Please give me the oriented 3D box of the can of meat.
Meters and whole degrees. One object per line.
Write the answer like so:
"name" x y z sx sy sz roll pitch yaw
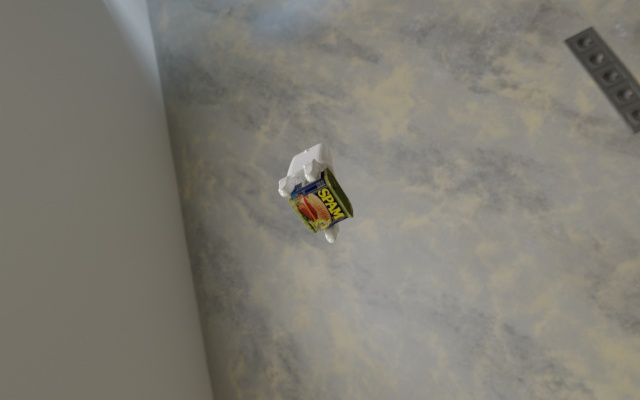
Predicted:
"can of meat" 0.000 0.003 0.879 0.084 0.102 0.057 -26 28 15
